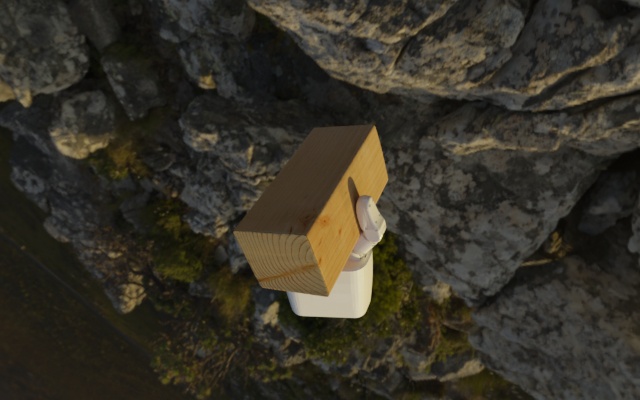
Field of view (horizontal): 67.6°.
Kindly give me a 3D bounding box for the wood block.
[{"bbox_3d":[0.000,0.002,0.563,0.091,0.090,0.206,2,40,28],"label":"wood block"}]
